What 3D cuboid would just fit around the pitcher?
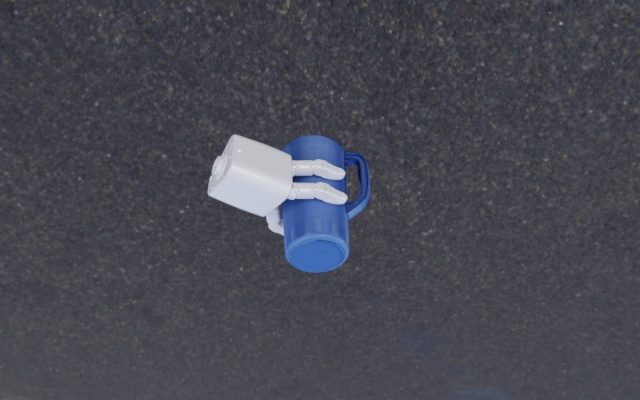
[{"bbox_3d":[0.000,0.003,0.870,0.145,0.242,0.149,23,-49,-26],"label":"pitcher"}]
